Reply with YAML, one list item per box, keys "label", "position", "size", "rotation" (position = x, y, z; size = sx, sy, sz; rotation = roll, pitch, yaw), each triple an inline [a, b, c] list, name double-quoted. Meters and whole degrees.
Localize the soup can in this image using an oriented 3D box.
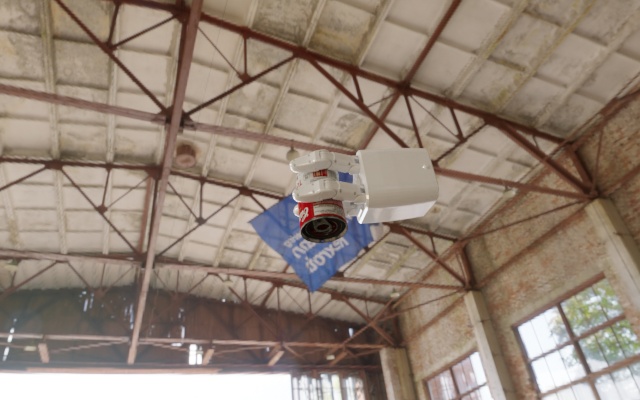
- label: "soup can"
  position: [0.000, 0.002, 0.706]
  size: [0.068, 0.102, 0.069]
  rotation: [-5, -36, -3]
